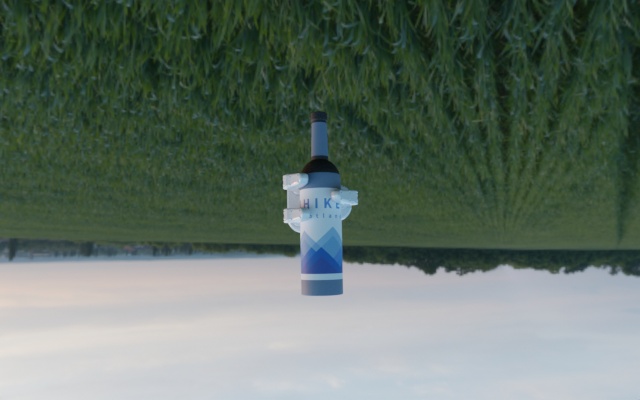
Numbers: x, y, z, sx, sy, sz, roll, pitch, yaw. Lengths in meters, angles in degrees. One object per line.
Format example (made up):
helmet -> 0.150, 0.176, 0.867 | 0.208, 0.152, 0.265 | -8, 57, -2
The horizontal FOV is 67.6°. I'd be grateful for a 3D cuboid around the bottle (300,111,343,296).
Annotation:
bottle -> 0.000, 0.003, 0.772 | 0.069, 0.295, 0.069 | -1, -6, 0
